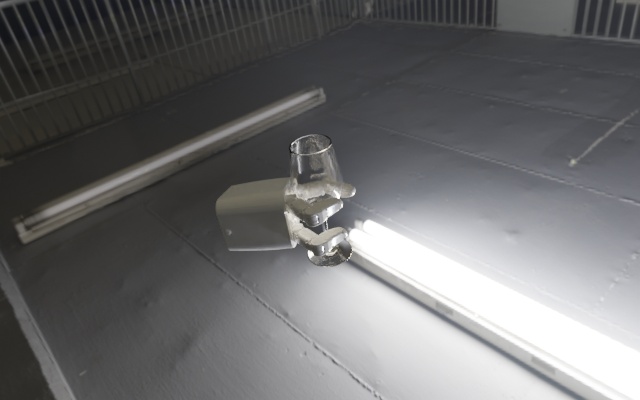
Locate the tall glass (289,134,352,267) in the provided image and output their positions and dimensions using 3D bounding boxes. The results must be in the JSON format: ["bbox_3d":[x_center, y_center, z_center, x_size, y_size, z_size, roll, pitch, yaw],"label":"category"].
[{"bbox_3d":[0.000,0.003,0.728,0.079,0.201,0.079,-7,33,5],"label":"tall glass"}]
